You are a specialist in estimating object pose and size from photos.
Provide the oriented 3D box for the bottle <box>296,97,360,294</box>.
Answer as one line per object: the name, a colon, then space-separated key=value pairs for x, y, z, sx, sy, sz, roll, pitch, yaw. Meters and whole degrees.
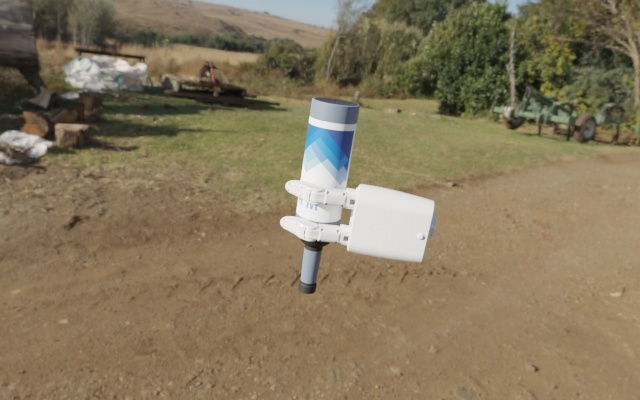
bottle: x=0.000 y=0.002 z=0.702 sx=0.069 sy=0.296 sz=0.069 roll=8 pitch=19 yaw=-3
